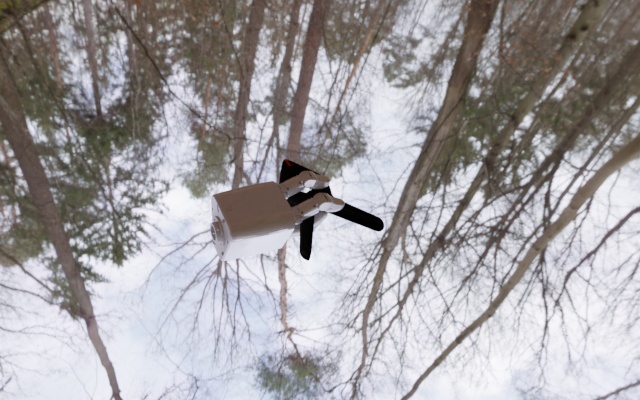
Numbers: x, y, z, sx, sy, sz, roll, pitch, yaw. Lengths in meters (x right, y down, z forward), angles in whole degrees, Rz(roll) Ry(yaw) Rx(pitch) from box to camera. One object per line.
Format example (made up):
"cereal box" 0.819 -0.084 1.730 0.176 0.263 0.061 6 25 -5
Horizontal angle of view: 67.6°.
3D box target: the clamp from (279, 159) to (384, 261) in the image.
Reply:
"clamp" -0.001 0.003 0.820 0.164 0.036 0.210 -12 50 -28
